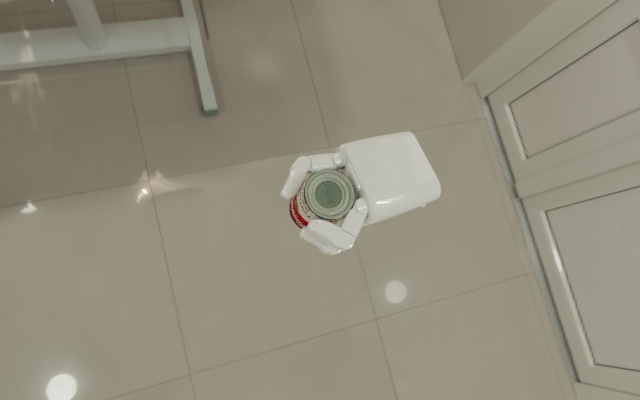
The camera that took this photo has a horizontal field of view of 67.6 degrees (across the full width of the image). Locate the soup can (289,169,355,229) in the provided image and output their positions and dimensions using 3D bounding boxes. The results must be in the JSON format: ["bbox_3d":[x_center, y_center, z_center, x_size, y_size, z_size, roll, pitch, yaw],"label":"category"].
[{"bbox_3d":[0.000,0.002,0.639,0.068,0.068,0.102,0,-12,-14],"label":"soup can"}]
